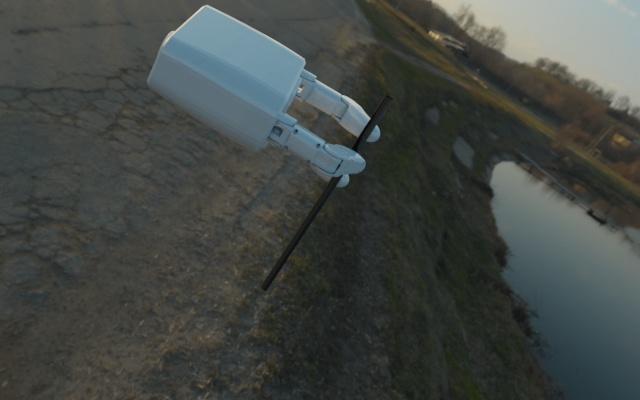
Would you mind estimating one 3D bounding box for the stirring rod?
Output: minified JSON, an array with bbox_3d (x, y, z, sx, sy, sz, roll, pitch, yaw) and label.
[{"bbox_3d":[0.000,0.002,0.470,0.011,0.240,0.011,28,23,-13],"label":"stirring rod"}]
